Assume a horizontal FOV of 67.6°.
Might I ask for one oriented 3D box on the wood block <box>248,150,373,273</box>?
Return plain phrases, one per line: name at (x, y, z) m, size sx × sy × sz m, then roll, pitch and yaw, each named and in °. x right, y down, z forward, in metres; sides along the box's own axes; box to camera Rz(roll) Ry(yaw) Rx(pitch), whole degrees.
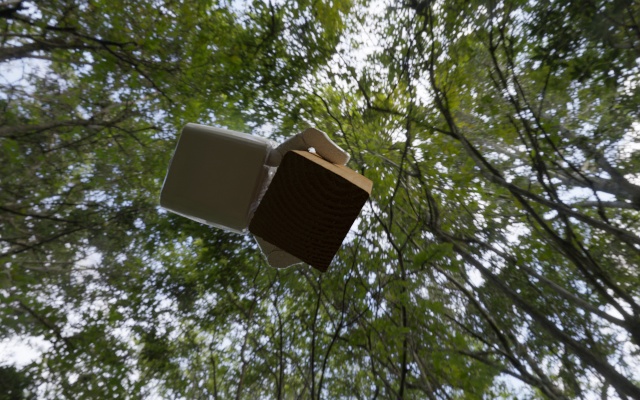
wood block at (0.000, 0.001, 0.549) m, size 0.090 × 0.091 × 0.206 m, roll 29°, pitch 8°, yaw 3°
